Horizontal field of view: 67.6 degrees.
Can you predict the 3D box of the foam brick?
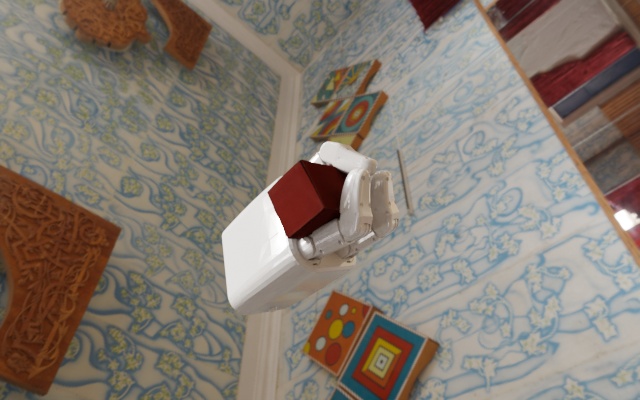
[{"bbox_3d":[0.000,0.001,0.444,0.051,0.053,0.078,-39,-26,29],"label":"foam brick"}]
